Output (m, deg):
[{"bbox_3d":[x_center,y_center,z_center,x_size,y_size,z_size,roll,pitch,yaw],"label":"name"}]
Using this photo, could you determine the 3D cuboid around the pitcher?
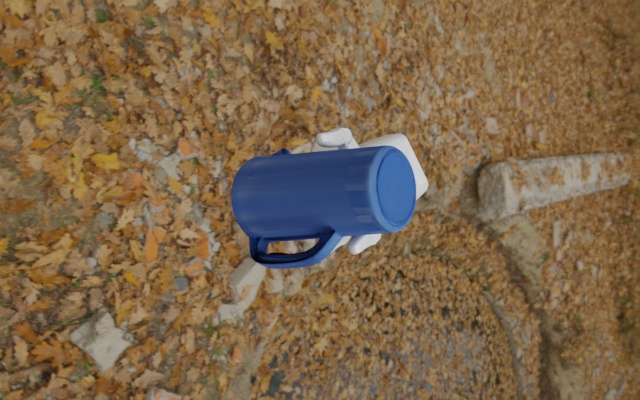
[{"bbox_3d":[0.000,0.002,0.653,0.243,0.149,0.145,-4,17,41],"label":"pitcher"}]
